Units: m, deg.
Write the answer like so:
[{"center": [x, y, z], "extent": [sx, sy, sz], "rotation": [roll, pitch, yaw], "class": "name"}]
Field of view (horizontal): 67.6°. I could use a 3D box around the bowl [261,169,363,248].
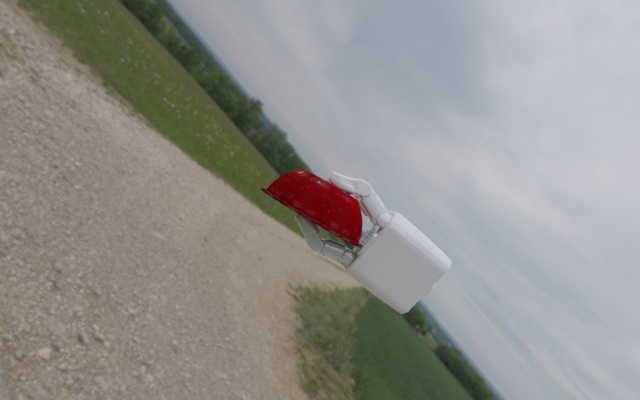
[{"center": [-0.001, 0.001, 0.660], "extent": [0.162, 0.055, 0.162], "rotation": [30, 0, 0], "class": "bowl"}]
